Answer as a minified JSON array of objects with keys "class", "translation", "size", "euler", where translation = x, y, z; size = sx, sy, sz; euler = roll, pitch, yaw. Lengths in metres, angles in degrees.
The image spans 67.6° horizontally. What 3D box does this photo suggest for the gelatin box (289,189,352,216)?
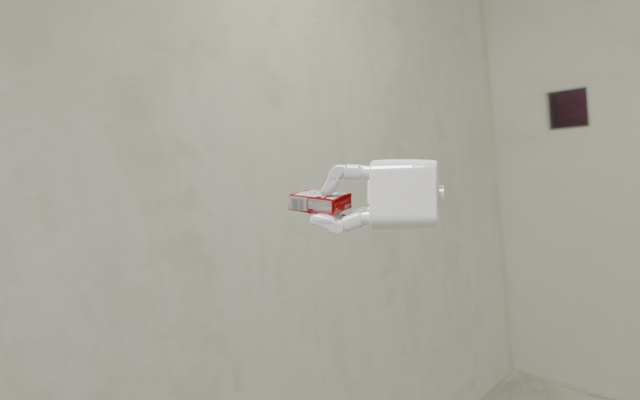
[{"class":"gelatin box","translation":[0.000,0.002,0.831],"size":[0.089,0.030,0.073],"euler":[7,12,27]}]
